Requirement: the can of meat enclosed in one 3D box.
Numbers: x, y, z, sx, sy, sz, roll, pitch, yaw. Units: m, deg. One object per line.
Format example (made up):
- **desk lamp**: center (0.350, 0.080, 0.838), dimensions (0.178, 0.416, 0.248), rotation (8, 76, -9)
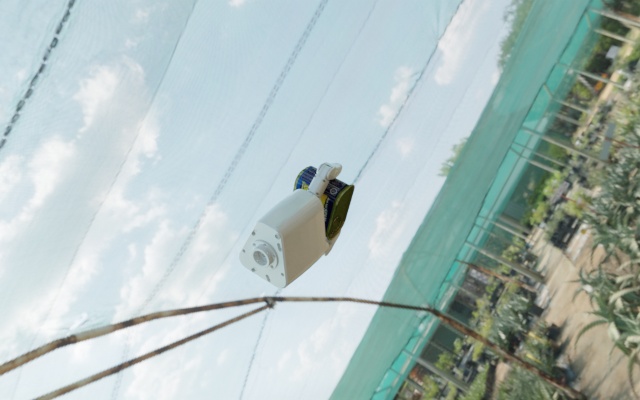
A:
- **can of meat**: center (0.000, 0.002, 0.791), dimensions (0.084, 0.102, 0.057), rotation (28, 40, 19)
